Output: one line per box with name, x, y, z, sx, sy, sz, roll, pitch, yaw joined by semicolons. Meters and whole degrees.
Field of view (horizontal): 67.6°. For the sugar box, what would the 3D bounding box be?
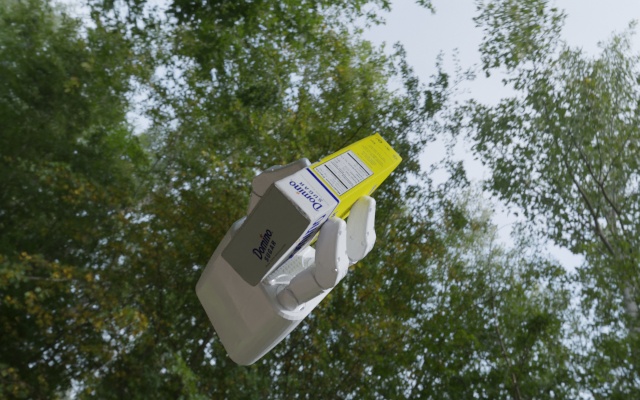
sugar box;0.000;0.002;0.421;0.093;0.048;0.176;-50;-8;36
